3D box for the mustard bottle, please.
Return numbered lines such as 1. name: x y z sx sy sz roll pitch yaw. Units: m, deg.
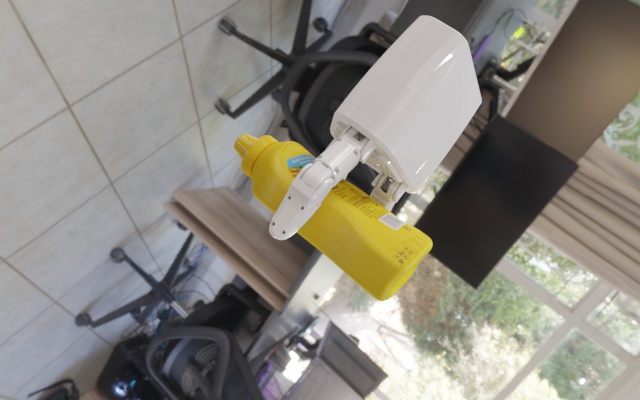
1. mustard bottle: 0.000 0.002 0.407 0.191 0.058 0.096 38 22 16
